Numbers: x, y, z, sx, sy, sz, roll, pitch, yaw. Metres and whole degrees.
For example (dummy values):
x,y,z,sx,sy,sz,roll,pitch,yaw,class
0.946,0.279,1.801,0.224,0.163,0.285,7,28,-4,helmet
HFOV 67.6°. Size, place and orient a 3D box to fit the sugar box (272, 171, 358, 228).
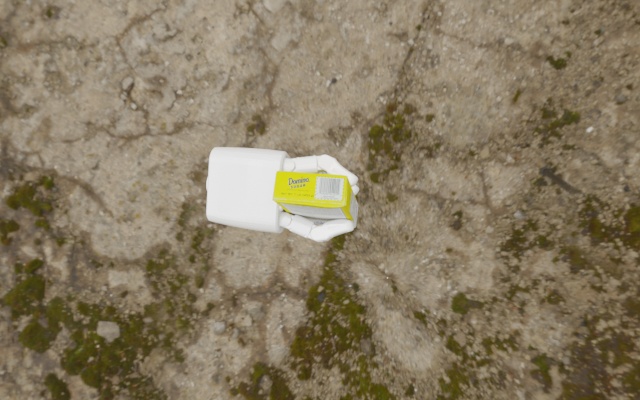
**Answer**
x,y,z,sx,sy,sz,roll,pitch,yaw,class
0.000,0.002,0.667,0.093,0.048,0.176,5,-8,9,sugar box
